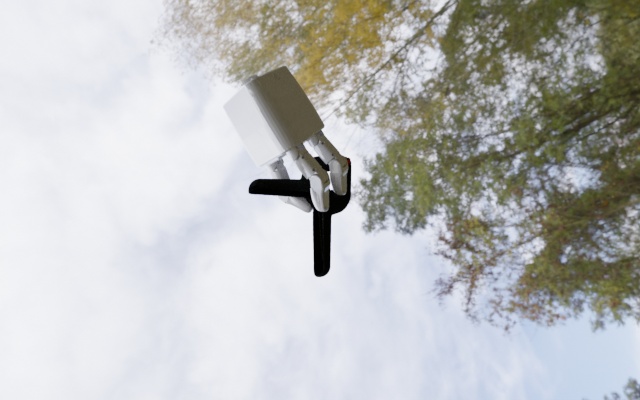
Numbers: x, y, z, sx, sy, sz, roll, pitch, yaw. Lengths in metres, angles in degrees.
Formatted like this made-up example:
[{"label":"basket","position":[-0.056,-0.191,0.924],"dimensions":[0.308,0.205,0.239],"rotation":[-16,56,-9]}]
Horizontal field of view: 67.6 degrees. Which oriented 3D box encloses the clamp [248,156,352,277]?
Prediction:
[{"label":"clamp","position":[0.000,0.002,0.712],"dimensions":[0.036,0.164,0.210],"rotation":[-24,11,40]}]
